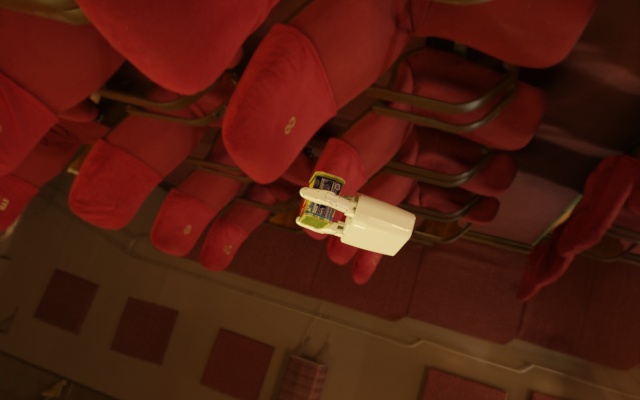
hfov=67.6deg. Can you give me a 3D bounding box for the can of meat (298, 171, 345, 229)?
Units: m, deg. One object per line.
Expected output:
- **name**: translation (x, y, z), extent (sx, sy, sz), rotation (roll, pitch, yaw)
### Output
- **can of meat**: translation (0.000, 0.003, 0.877), extent (0.057, 0.084, 0.102), rotation (18, -13, -7)
